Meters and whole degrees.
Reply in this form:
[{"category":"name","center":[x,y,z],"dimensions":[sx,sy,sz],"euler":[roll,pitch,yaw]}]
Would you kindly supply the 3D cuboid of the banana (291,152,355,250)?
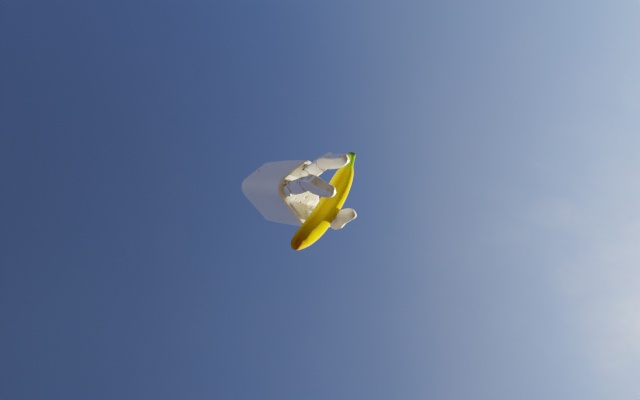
[{"category":"banana","center":[0.006,0.010,0.799],"dimensions":[0.037,0.197,0.070],"euler":[18,-26,26]}]
